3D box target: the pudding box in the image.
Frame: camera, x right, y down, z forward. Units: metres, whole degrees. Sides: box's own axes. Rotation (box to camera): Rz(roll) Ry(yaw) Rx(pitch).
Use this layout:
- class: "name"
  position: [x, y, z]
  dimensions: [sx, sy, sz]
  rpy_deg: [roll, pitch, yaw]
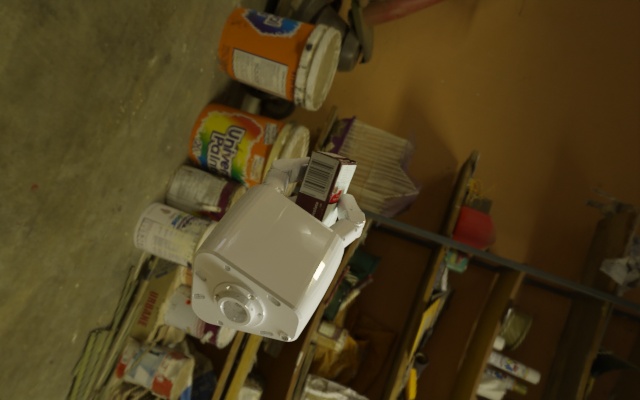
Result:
- class: "pudding box"
  position: [0.000, 0.002, 0.547]
  dimensions: [0.039, 0.113, 0.090]
  rpy_deg: [23, 9, 11]
